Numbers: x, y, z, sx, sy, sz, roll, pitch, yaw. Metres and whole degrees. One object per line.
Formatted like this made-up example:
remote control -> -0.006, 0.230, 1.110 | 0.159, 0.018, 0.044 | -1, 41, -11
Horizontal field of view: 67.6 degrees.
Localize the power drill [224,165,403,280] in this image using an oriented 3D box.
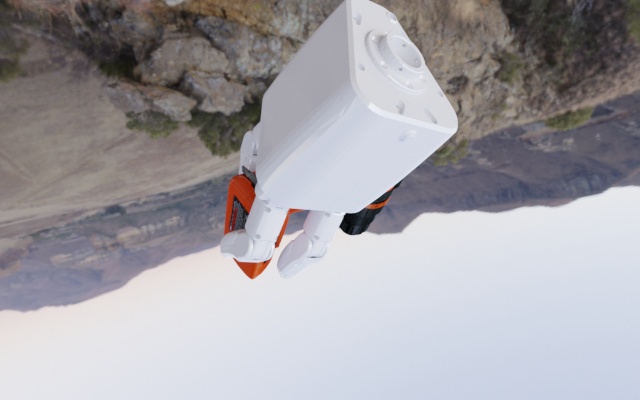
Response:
power drill -> 0.000, 0.002, 0.462 | 0.187, 0.057, 0.185 | -27, -29, -31
